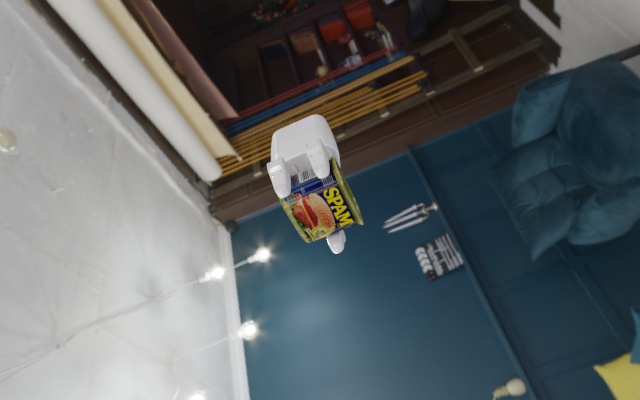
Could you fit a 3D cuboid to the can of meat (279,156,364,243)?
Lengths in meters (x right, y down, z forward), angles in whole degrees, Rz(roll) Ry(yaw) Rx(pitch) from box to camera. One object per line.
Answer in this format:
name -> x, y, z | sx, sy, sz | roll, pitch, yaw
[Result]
can of meat -> 0.000, 0.002, 0.641 | 0.084, 0.102, 0.057 | -22, 39, 8
